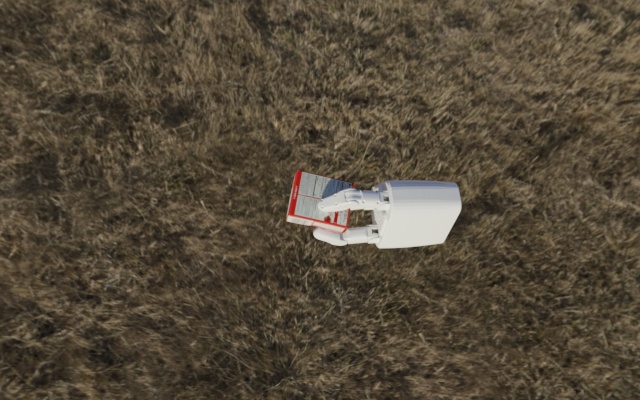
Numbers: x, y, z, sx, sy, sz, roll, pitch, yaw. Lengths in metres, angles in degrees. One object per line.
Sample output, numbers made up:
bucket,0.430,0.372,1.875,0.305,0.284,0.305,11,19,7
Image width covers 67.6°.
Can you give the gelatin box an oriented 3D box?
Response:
gelatin box,0.000,0.002,0.696,0.089,0.073,0.030,13,-23,-8
